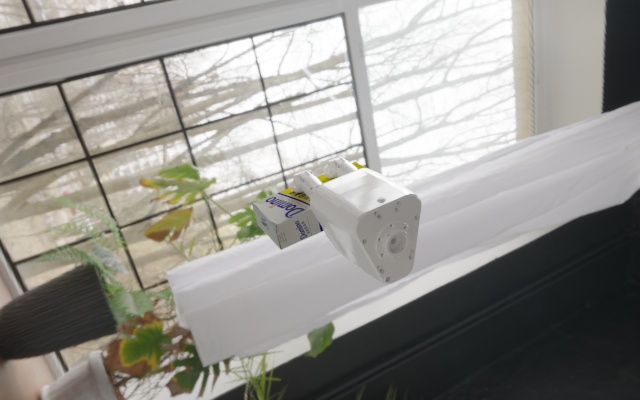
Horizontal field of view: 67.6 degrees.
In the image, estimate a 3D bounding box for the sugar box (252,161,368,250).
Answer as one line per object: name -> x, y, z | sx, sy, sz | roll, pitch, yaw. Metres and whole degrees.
sugar box -> 0.000, 0.002, 0.684 | 0.176, 0.048, 0.093 | -21, 28, -20
